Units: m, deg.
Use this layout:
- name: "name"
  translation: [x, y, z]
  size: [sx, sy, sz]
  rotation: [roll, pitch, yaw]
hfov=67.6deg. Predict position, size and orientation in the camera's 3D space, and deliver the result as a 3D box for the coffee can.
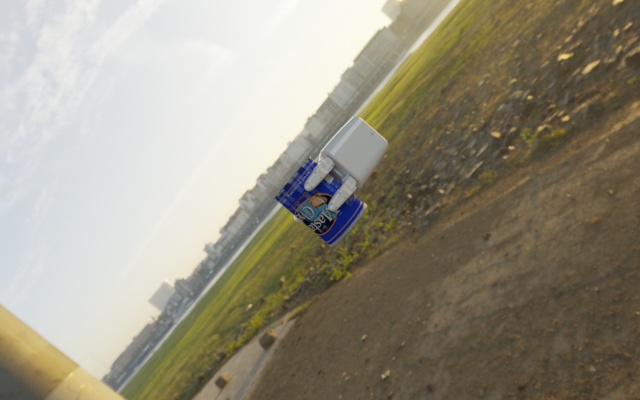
- name: "coffee can"
  translation: [0.000, 0.003, 0.883]
  size: [0.140, 0.103, 0.103]
  rotation: [40, -4, -4]
